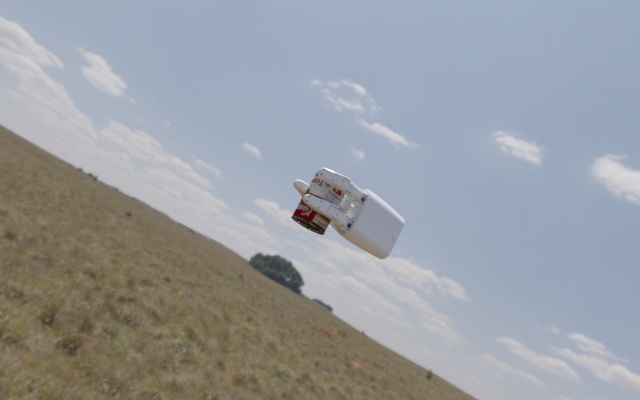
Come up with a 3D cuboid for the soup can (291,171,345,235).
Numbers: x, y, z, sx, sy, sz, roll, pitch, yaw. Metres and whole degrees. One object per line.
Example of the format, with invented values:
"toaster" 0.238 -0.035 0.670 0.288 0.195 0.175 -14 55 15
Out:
"soup can" 0.000 0.002 0.872 0.068 0.102 0.068 27 -12 6
